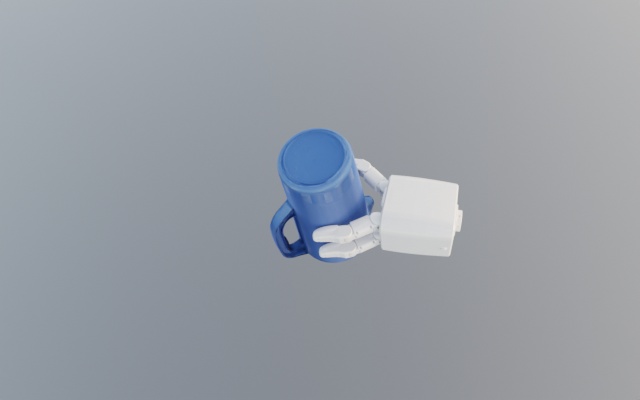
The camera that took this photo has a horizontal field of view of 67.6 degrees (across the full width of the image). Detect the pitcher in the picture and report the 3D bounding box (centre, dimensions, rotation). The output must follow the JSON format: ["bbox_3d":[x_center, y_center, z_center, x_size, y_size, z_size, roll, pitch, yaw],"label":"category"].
[{"bbox_3d":[0.000,0.002,0.757,0.145,0.149,0.243,9,-26,14],"label":"pitcher"}]
